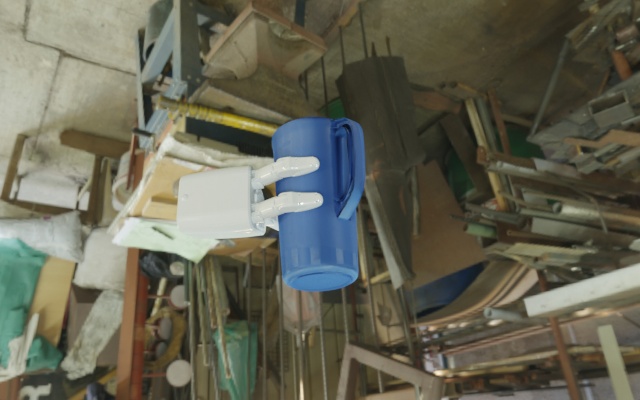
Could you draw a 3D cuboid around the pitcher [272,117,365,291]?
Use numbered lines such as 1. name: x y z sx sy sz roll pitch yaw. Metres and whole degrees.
1. pitcher: 0.000 0.002 0.712 0.145 0.242 0.149 -6 -26 4
